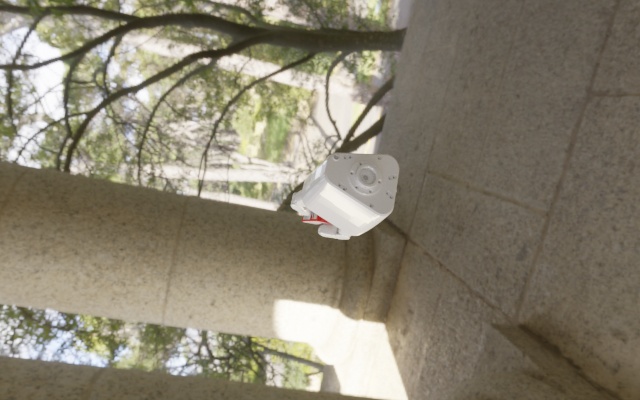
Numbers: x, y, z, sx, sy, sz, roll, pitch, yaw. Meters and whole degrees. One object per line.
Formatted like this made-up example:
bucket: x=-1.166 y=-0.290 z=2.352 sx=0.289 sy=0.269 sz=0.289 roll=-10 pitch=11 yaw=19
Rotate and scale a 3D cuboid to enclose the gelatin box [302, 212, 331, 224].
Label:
gelatin box: x=0.000 y=0.003 z=0.813 sx=0.030 sy=0.073 sz=0.089 roll=13 pitch=-7 yaw=-17
